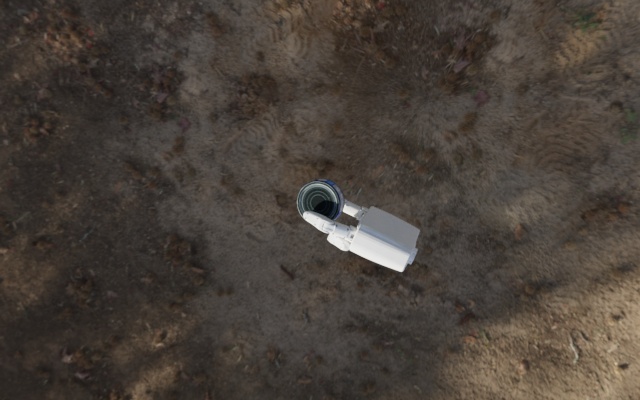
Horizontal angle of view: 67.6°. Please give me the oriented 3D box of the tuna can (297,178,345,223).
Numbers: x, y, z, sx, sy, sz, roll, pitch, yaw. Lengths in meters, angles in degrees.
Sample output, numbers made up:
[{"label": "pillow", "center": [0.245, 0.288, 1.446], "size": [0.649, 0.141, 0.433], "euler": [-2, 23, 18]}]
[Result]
[{"label": "tuna can", "center": [0.000, 0.003, 0.893], "size": [0.086, 0.086, 0.033], "euler": [0, 9, 18]}]
